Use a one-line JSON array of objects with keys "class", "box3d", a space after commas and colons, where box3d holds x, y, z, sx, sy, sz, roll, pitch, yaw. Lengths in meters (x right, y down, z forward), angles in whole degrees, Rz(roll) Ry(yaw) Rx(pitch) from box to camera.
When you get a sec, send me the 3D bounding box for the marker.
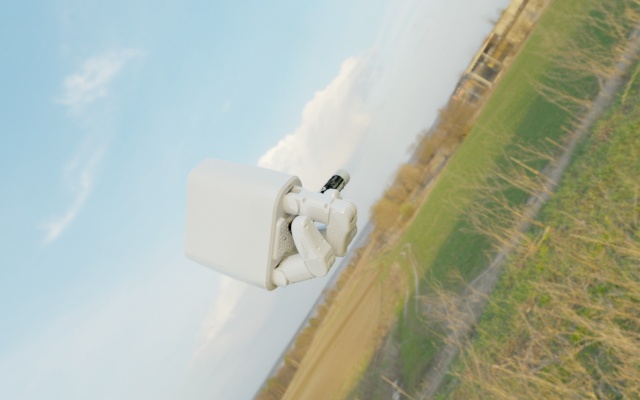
[{"class": "marker", "box3d": [0.000, 0.002, 0.496, 0.020, 0.020, 0.121, 0, 29, 29]}]
